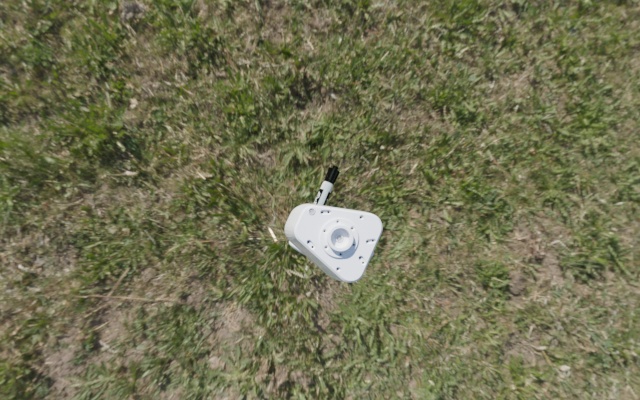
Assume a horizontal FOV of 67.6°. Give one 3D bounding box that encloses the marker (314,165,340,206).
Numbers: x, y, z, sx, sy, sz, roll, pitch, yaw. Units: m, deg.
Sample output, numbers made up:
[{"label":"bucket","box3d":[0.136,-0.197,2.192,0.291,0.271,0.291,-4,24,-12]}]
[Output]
[{"label":"marker","box3d":[0.000,0.002,0.733,0.020,0.121,0.020,23,-6,3]}]
